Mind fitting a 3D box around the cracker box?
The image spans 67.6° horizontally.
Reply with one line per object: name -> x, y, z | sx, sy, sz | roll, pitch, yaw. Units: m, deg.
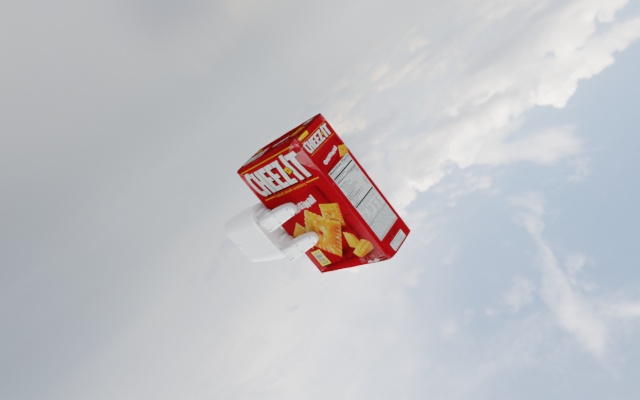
cracker box -> 0.000, 0.002, 0.692 | 0.164, 0.214, 0.072 | -20, 24, 51
